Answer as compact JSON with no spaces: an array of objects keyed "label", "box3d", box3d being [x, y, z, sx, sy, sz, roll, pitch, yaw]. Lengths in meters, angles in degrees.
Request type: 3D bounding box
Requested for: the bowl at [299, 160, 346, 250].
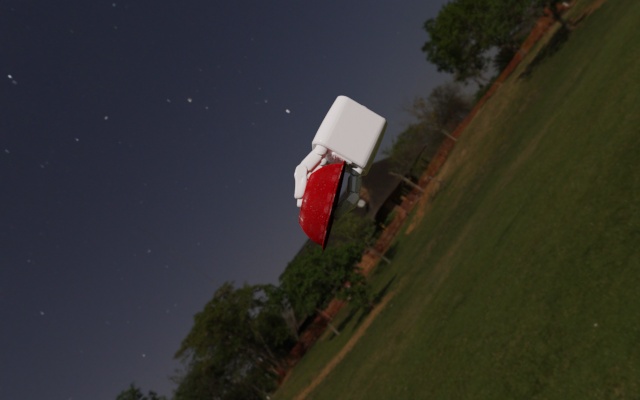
[{"label":"bowl","box3d":[-0.001,0.004,0.831,0.055,0.162,0.162,13,1,4]}]
